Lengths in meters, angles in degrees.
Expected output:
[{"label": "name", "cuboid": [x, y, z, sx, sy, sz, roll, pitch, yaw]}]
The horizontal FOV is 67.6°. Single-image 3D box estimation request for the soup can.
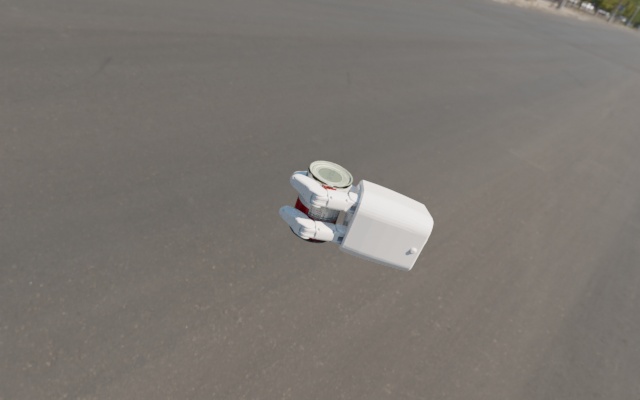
[{"label": "soup can", "cuboid": [0.000, 0.002, 0.696, 0.068, 0.102, 0.068, 15, 32, -9]}]
